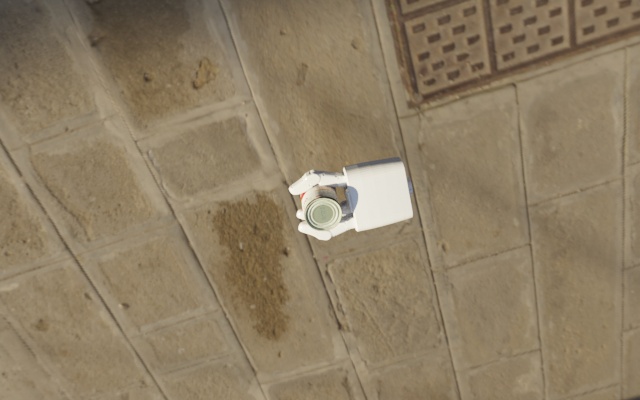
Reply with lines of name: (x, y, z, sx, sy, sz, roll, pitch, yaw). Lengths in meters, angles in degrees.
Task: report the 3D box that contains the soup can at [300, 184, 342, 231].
soup can: (0.000, 0.003, 0.854, 0.068, 0.068, 0.102, 0, 26, -7)
